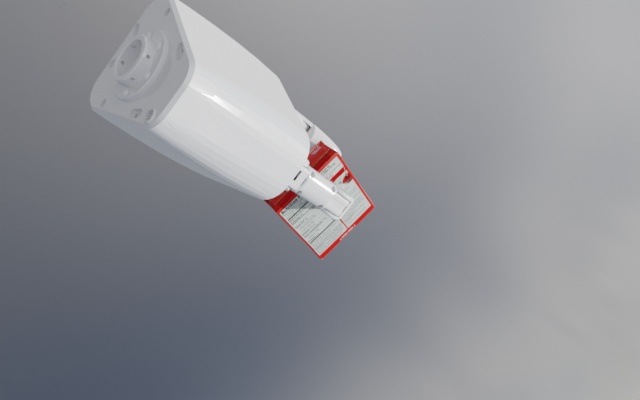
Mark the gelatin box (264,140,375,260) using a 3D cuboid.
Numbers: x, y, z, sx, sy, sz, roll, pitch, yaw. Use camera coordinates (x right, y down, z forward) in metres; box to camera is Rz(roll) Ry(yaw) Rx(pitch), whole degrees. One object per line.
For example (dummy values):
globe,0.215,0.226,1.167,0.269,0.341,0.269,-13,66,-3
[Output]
gelatin box,0.000,0.002,0.432,0.030,0.073,0.089,40,-7,45
